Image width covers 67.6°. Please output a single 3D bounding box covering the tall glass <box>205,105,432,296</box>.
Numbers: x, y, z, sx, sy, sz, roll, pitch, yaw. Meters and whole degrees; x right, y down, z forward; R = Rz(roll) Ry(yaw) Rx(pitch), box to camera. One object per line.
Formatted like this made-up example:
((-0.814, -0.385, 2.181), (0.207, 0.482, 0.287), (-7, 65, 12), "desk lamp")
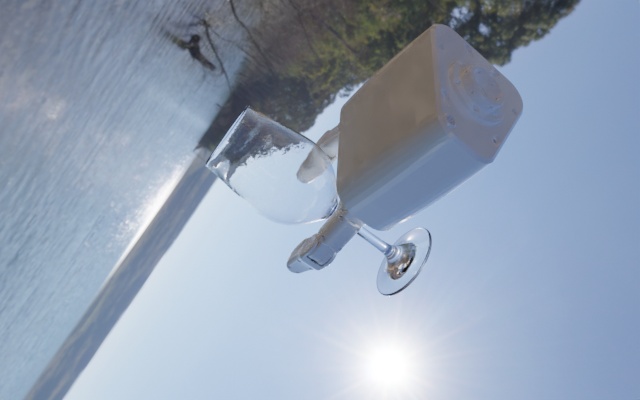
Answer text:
((0.001, 0.002, 0.422), (0.201, 0.079, 0.079), (35, -10, -15), "tall glass")
